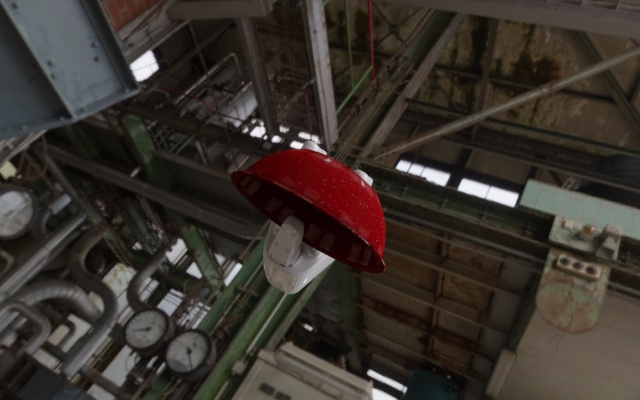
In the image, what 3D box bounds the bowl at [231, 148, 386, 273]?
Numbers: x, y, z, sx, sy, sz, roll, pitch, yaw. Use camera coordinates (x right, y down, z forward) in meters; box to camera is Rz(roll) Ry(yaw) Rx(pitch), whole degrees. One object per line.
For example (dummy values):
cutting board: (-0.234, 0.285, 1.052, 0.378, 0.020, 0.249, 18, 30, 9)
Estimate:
bowl: (0.001, 0.001, 0.436, 0.162, 0.055, 0.162, 30, -15, 9)
